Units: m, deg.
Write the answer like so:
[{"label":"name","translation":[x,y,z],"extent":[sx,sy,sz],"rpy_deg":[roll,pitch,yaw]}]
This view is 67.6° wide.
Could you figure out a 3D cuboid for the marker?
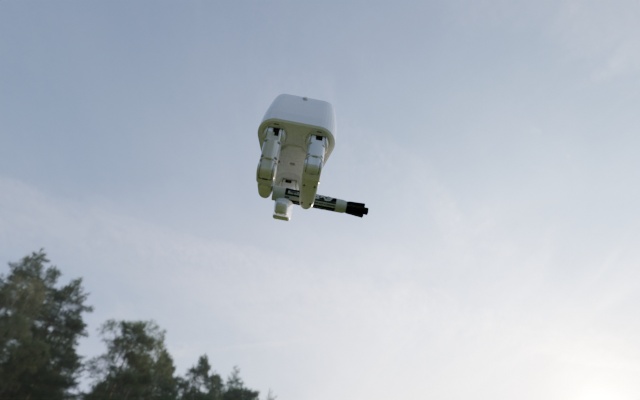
[{"label":"marker","translation":[0.000,0.002,0.593],"extent":[0.121,0.020,0.020],"rpy_deg":[11,-1,-3]}]
